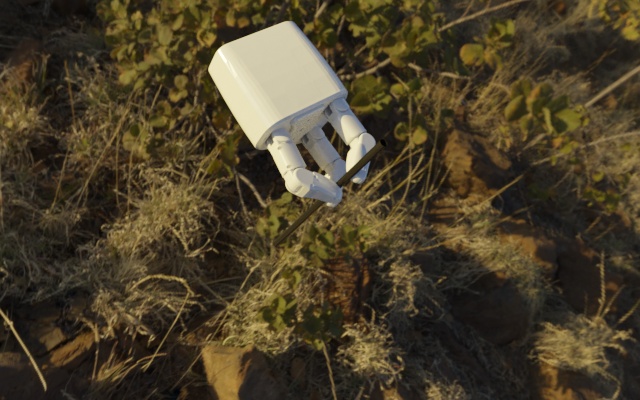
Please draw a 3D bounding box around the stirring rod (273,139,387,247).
[{"bbox_3d":[0.000,0.002,0.530,0.011,0.011,0.240,0,-27,-33],"label":"stirring rod"}]
